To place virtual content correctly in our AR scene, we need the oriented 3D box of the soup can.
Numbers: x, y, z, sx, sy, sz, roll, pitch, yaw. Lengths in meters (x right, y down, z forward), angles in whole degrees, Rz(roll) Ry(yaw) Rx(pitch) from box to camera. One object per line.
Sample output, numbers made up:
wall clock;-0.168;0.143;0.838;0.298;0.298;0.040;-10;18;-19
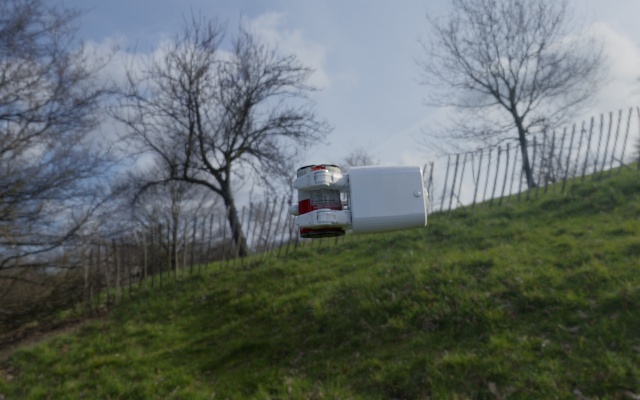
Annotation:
soup can;0.000;0.002;0.715;0.068;0.102;0.068;-4;-10;-1
